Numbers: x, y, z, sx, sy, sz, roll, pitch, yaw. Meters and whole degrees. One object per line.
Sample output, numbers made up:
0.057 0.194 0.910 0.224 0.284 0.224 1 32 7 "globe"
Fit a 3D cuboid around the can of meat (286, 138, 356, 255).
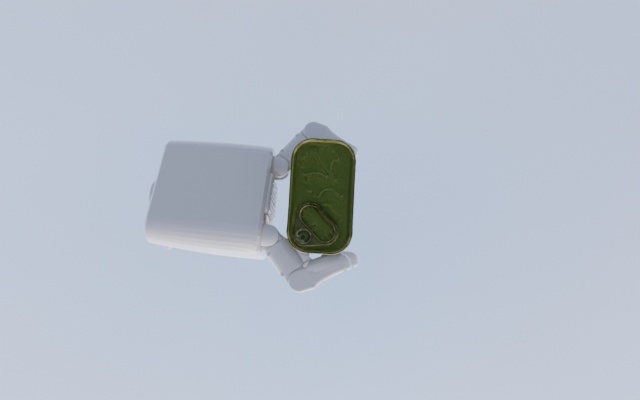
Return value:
0.000 0.001 0.455 0.057 0.102 0.084 3 -8 -1 "can of meat"
